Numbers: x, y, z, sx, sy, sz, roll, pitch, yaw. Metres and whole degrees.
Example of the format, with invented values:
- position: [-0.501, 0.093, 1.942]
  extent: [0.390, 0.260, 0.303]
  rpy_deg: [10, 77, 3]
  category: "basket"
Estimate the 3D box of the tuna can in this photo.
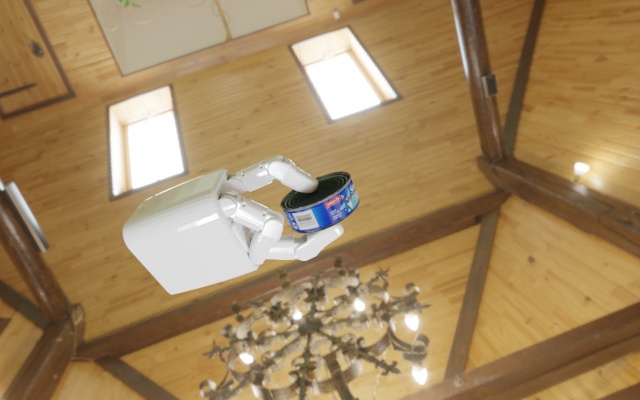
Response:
- position: [0.000, 0.002, 0.540]
  extent: [0.086, 0.034, 0.086]
  rpy_deg: [-22, 19, 8]
  category: "tuna can"
